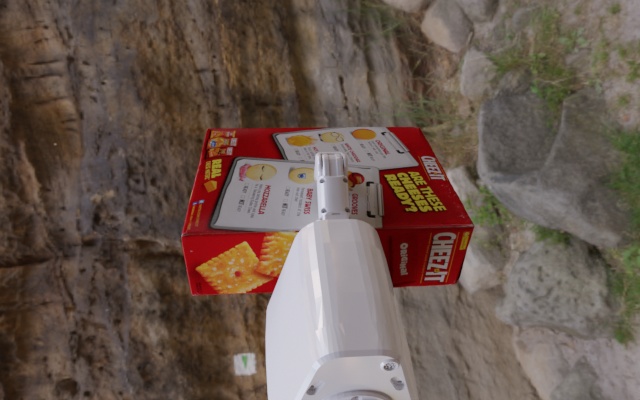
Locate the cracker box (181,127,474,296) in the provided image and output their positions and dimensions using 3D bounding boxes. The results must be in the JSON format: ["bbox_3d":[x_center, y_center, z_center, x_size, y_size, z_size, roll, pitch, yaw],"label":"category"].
[{"bbox_3d":[0.000,0.001,0.423,0.214,0.072,0.164,-1,36,-5],"label":"cracker box"}]
